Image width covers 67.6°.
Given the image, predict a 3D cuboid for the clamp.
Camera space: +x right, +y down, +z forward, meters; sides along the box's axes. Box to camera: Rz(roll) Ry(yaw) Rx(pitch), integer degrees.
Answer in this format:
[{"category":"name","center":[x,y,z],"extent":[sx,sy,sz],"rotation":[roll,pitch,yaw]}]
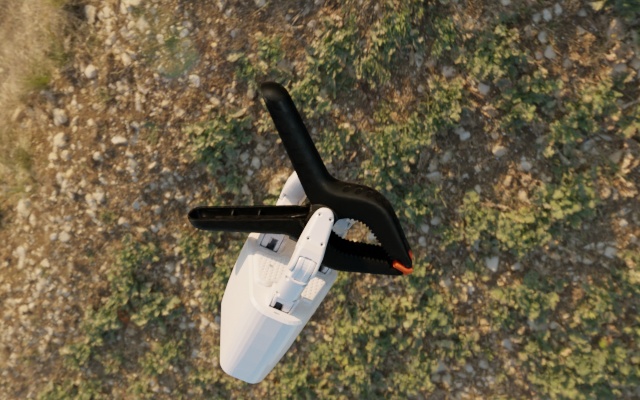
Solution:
[{"category":"clamp","center":[0.000,0.002,0.425],"extent":[0.210,0.165,0.036],"rotation":[25,34,-7]}]
